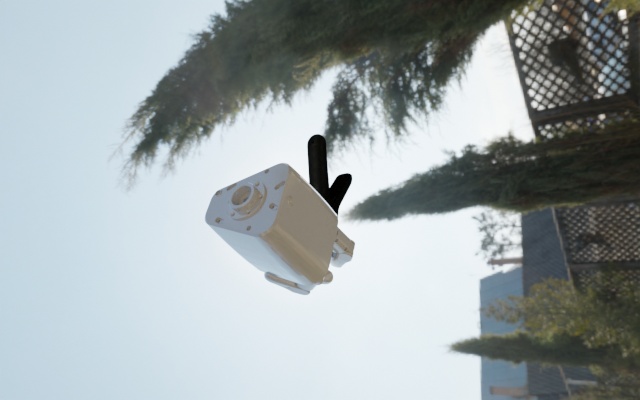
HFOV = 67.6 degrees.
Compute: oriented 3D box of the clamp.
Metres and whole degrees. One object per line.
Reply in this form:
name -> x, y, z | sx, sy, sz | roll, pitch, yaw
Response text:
clamp -> 0.000, 0.002, 0.626 | 0.039, 0.171, 0.120 | -7, -37, 29
